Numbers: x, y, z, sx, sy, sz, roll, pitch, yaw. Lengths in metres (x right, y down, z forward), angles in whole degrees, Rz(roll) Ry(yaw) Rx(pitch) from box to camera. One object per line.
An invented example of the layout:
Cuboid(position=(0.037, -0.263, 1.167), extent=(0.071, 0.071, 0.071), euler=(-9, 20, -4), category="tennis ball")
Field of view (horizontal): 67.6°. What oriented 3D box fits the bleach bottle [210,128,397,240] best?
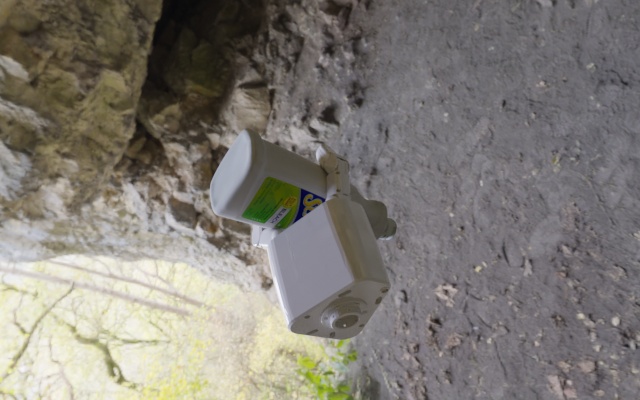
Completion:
Cuboid(position=(0.000, 0.002, 0.583), extent=(0.251, 0.068, 0.103), euler=(18, -54, -33), category="bleach bottle")
